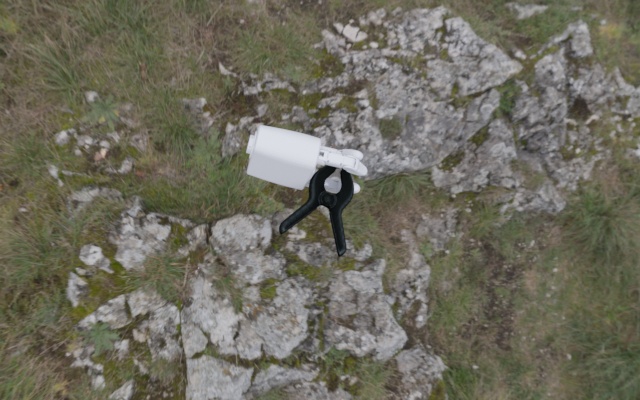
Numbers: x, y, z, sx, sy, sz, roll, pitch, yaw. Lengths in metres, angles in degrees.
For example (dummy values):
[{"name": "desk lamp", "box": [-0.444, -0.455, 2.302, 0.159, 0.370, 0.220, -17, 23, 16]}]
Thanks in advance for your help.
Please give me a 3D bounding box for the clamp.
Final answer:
[{"name": "clamp", "box": [0.000, 0.002, 0.827, 0.120, 0.171, 0.039, 14, -11, -10]}]
